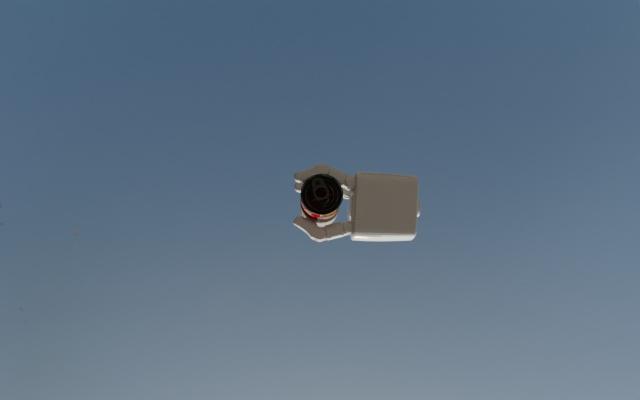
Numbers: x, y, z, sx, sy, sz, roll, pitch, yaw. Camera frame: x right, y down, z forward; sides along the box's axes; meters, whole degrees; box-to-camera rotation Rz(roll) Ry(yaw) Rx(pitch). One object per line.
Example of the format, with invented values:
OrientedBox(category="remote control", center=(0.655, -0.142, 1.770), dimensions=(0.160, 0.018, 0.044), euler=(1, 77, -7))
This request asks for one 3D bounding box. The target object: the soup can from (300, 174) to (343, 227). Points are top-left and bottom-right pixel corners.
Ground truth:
OrientedBox(category="soup can", center=(0.000, 0.003, 0.799), dimensions=(0.068, 0.068, 0.102), euler=(0, -15, -3))
